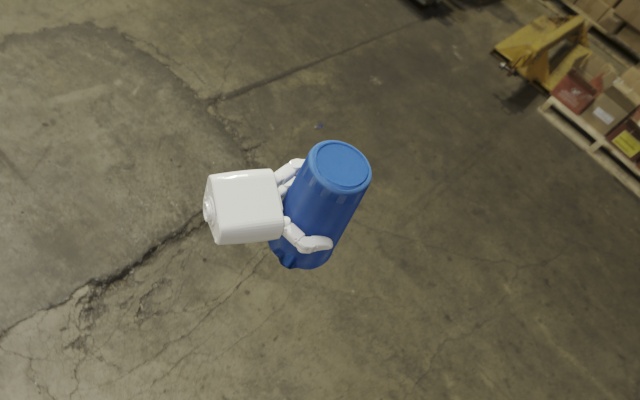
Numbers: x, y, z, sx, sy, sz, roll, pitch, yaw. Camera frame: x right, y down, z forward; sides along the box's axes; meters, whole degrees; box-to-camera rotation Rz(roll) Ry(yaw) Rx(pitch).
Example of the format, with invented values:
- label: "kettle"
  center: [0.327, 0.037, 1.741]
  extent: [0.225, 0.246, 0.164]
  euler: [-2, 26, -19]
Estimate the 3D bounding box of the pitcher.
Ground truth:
- label: "pitcher"
  center: [0.000, 0.003, 0.839]
  extent: [0.145, 0.149, 0.243]
  euler: [-7, -31, -26]
